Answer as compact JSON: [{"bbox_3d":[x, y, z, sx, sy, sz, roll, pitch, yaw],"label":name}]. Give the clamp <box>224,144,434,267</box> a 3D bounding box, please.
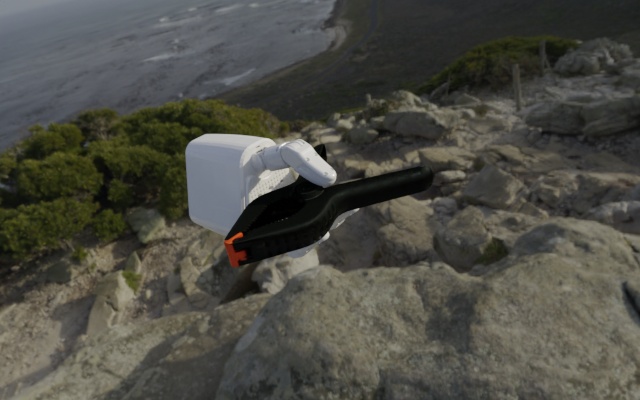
[{"bbox_3d":[-0.001,0.001,0.471,0.164,0.036,0.210,12,36,38],"label":"clamp"}]
